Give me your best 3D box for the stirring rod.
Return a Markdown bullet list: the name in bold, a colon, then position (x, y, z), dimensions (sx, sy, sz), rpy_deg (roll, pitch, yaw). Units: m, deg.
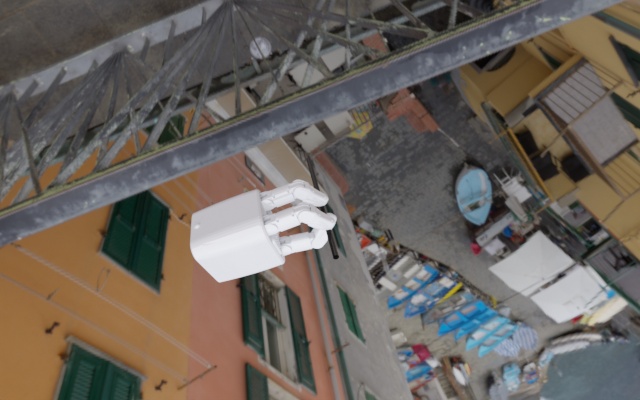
- **stirring rod**: position (0.000, 0.002, 0.722), dimensions (0.011, 0.011, 0.239), rpy_deg (0, 37, -12)
